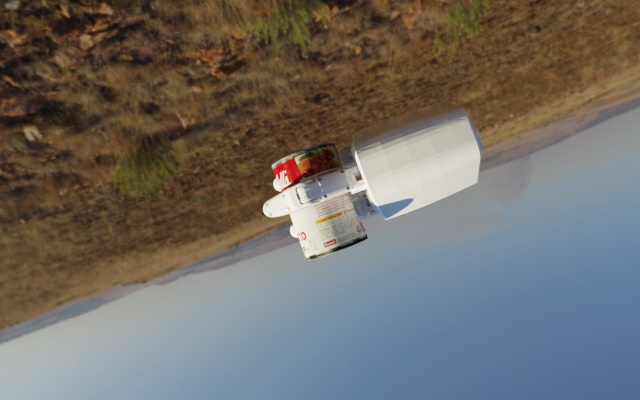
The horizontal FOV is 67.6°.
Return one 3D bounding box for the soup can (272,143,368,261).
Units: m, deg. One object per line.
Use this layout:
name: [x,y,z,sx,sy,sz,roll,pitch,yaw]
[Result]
soup can: [0.000,0.002,0.482,0.068,0.102,0.068,-20,-3,-1]
